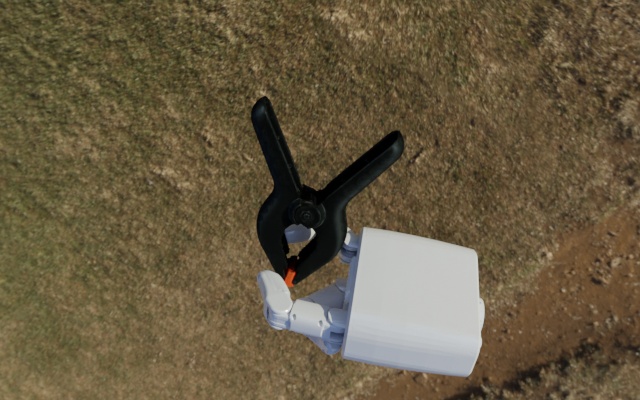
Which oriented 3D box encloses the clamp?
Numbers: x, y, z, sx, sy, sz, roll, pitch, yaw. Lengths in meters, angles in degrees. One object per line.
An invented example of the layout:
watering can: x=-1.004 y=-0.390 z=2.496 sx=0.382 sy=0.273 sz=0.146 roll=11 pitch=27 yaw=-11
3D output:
clamp: x=0.000 y=0.002 z=0.402 sx=0.120 sy=0.172 sz=0.039 roll=9 pitch=32 yaw=5
